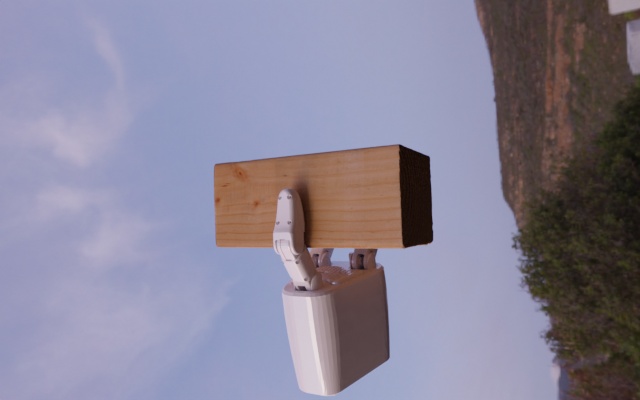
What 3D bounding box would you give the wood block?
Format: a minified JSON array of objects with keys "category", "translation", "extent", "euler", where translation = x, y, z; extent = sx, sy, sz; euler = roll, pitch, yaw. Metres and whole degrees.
[{"category":"wood block","translation":[0.000,0.002,0.487],"extent":[0.206,0.090,0.091],"euler":[-3,-3,29]}]
